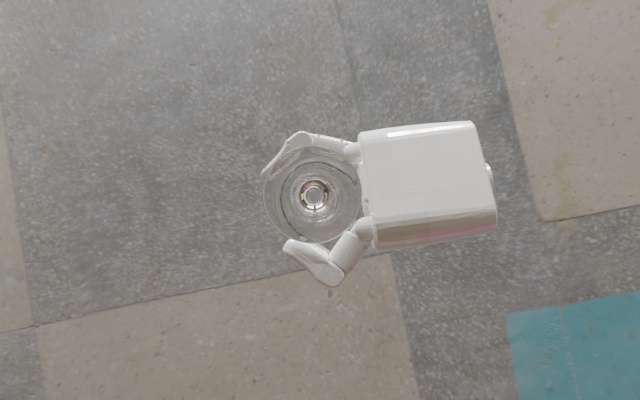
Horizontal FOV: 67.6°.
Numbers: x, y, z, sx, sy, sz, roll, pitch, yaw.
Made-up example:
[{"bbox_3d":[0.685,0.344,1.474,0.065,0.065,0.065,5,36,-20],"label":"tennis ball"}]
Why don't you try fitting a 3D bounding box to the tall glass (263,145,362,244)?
[{"bbox_3d":[0.000,0.001,0.455,0.079,0.079,0.201,0,-4,3],"label":"tall glass"}]
